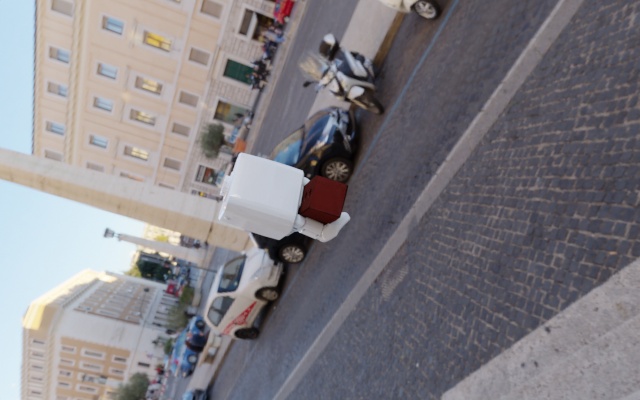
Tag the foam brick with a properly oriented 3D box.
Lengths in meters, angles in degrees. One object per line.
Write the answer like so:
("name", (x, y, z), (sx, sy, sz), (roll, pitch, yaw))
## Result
("foam brick", (0.000, 0.002, 0.720), (0.051, 0.053, 0.078), (19, -19, -14))
